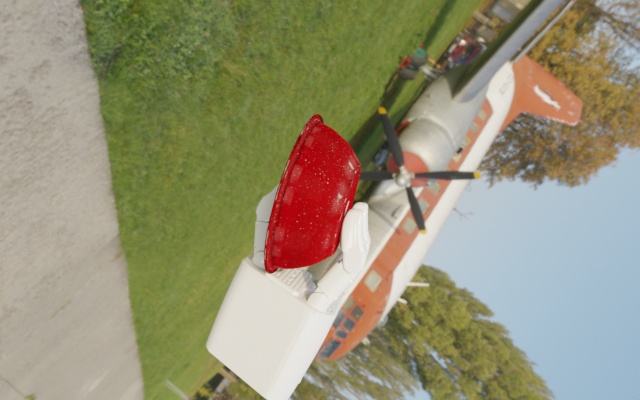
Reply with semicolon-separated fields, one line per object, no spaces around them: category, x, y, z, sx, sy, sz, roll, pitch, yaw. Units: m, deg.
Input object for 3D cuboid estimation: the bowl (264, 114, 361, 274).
bowl;0.001;0.000;0.461;0.055;0.162;0.162;17;2;8
